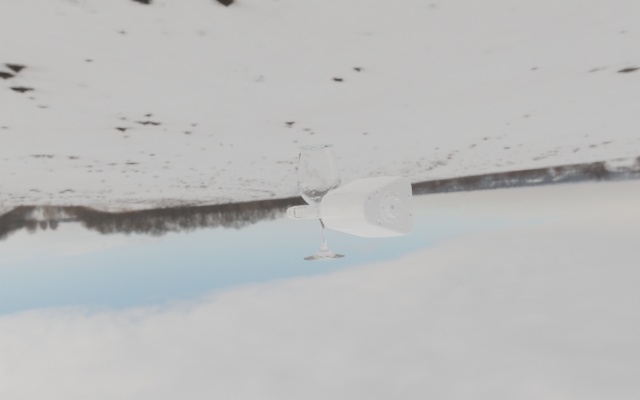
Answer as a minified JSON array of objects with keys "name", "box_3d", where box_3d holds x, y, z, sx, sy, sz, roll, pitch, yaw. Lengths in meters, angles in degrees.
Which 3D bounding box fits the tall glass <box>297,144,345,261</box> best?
[{"name":"tall glass","box_3d":[0.000,0.003,0.853,0.079,0.201,0.079,-4,0,0]}]
